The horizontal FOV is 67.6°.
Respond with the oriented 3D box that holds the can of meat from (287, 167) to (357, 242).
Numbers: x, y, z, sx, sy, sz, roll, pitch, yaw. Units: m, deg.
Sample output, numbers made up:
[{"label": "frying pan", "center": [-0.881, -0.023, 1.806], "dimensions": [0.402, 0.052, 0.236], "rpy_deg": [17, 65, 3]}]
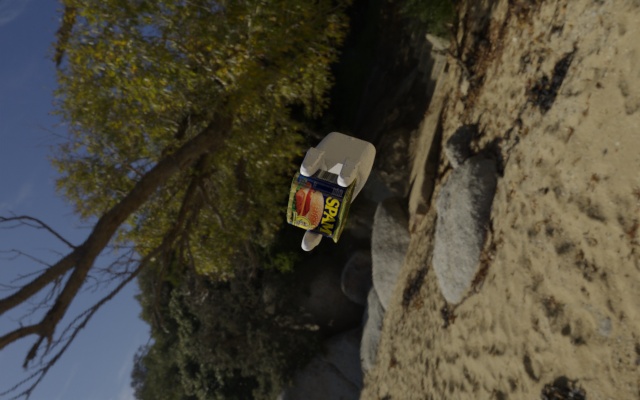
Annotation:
[{"label": "can of meat", "center": [0.000, 0.002, 0.714], "dimensions": [0.084, 0.102, 0.057], "rpy_deg": [19, 39, 8]}]
